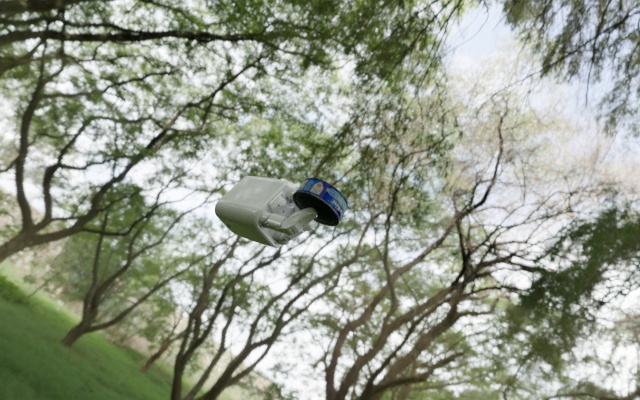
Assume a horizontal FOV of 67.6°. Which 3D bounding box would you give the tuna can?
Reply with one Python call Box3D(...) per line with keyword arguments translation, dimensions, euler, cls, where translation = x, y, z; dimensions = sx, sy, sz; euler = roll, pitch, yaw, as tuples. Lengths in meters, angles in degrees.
Box3D(translation=(0.000, 0.002, 0.766), dimensions=(0.086, 0.033, 0.086), euler=(27, -25, 14), cls="tuna can")
